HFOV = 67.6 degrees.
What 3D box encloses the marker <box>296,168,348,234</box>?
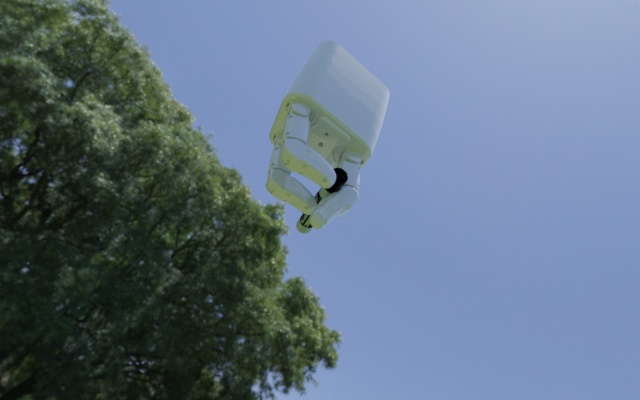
[{"bbox_3d":[0.000,0.002,0.511,0.020,0.020,0.121,0,-29,-22],"label":"marker"}]
